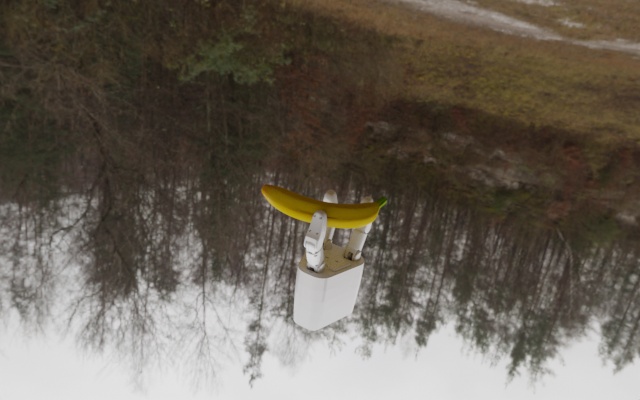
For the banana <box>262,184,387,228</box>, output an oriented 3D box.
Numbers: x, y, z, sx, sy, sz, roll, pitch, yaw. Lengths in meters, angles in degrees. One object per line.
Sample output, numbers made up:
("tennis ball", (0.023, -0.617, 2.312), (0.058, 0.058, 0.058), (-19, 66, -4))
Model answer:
("banana", (0.002, 0.011, 0.729), (0.198, 0.037, 0.069), (8, 27, 2))
